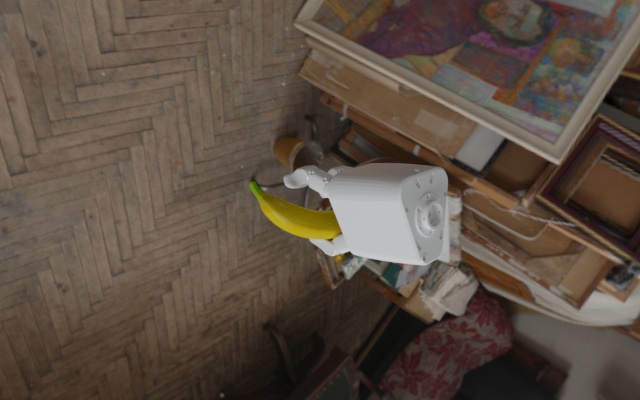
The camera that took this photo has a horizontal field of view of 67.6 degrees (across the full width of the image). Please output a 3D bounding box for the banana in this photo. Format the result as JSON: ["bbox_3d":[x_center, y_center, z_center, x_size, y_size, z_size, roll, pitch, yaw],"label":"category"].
[{"bbox_3d":[-0.002,0.019,0.635,0.198,0.069,0.037,12,-25,-37],"label":"banana"}]
